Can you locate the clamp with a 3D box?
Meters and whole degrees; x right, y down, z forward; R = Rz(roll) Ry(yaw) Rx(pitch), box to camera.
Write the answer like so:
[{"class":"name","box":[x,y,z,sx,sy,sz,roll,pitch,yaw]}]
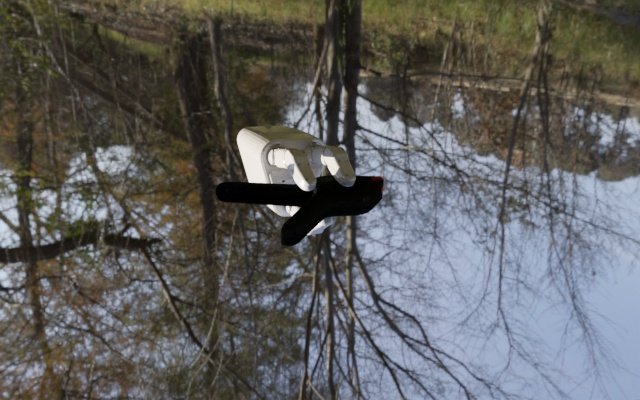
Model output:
[{"class":"clamp","box":[0.000,0.002,0.568,0.210,0.036,0.164,-7,24,-28]}]
